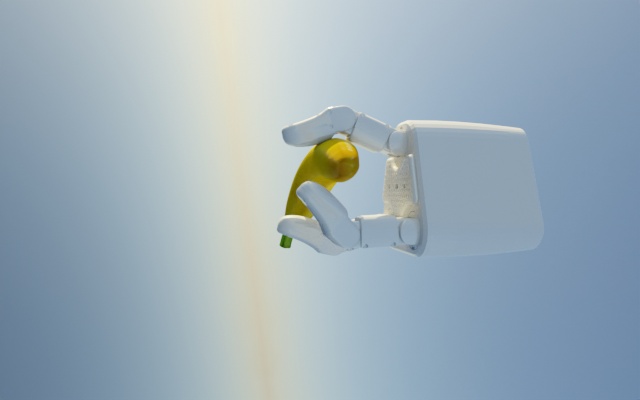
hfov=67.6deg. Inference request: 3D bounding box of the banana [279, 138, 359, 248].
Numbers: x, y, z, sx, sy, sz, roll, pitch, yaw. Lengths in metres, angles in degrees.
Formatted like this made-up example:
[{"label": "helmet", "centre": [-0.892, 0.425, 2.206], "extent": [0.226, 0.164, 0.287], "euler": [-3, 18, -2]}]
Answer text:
[{"label": "banana", "centre": [-0.001, -0.015, 0.433], "extent": [0.037, 0.069, 0.198], "euler": [7, -24, -13]}]
